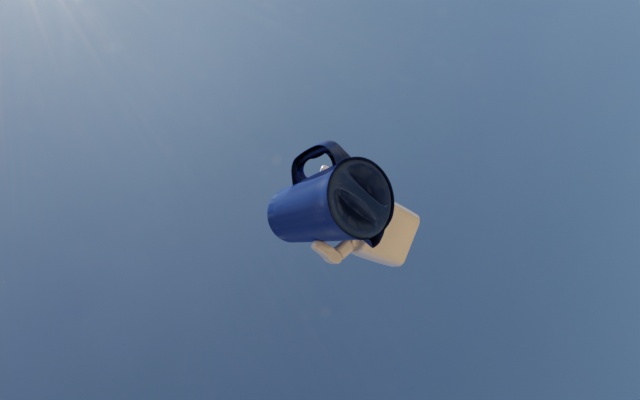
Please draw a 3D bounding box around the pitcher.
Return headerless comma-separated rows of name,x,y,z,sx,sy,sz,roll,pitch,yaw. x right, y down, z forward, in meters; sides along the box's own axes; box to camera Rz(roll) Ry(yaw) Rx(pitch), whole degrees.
pitcher,0.000,0.003,0.839,0.145,0.149,0.243,22,-20,-29
